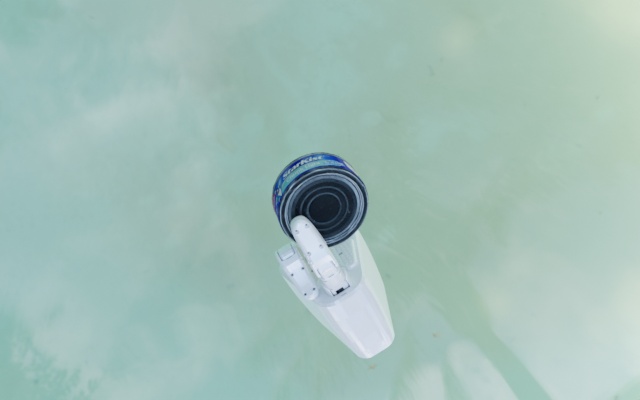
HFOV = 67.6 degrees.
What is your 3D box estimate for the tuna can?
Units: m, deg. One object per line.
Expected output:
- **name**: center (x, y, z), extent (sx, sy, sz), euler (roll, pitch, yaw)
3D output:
- **tuna can**: center (0.000, 0.002, 0.439), extent (0.086, 0.086, 0.033), euler (0, 27, -17)
